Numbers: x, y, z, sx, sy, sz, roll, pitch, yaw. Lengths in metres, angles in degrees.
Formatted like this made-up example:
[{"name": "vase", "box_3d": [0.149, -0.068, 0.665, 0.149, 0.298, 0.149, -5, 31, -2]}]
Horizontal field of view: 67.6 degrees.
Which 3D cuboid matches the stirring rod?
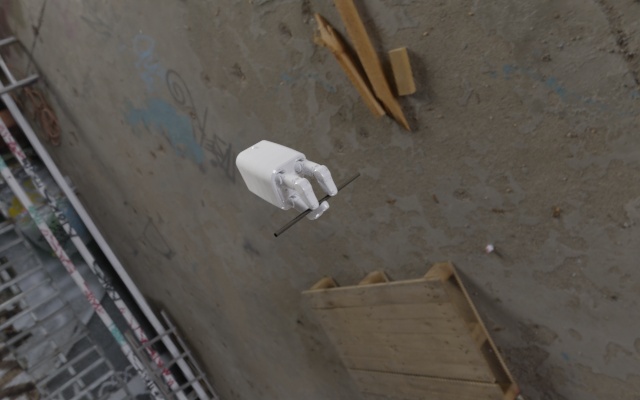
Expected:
[{"name": "stirring rod", "box_3d": [0.000, 0.003, 0.893, 0.011, 0.011, 0.239, 0, 28, 47]}]
